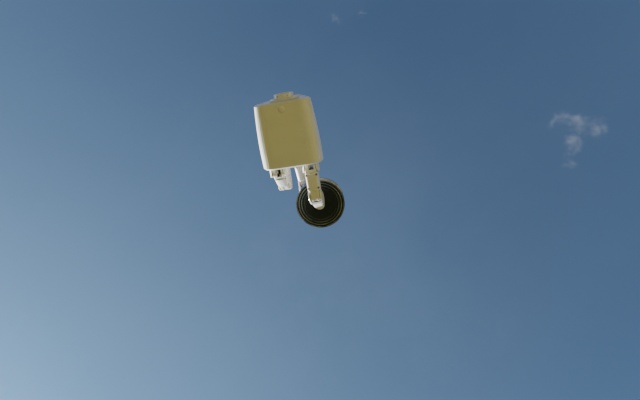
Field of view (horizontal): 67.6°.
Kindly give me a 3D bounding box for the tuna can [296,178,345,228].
[{"bbox_3d":[0.000,0.003,0.853,0.086,0.086,0.033,0,15,2],"label":"tuna can"}]
